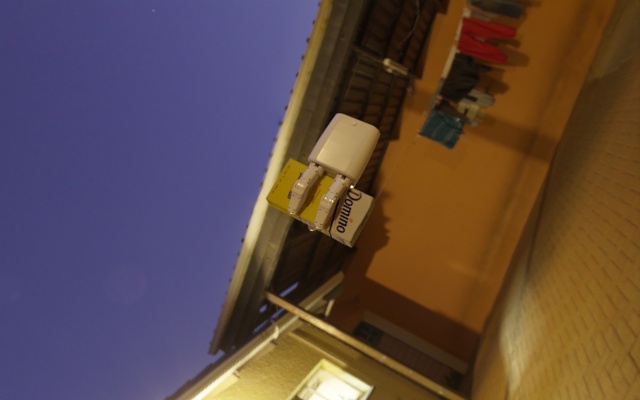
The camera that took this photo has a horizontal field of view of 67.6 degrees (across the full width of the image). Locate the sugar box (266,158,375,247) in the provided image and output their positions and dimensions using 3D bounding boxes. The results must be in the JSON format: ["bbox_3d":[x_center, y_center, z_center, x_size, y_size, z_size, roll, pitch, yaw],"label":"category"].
[{"bbox_3d":[0.000,0.002,0.860,0.176,0.093,0.048,25,-14,18],"label":"sugar box"}]
